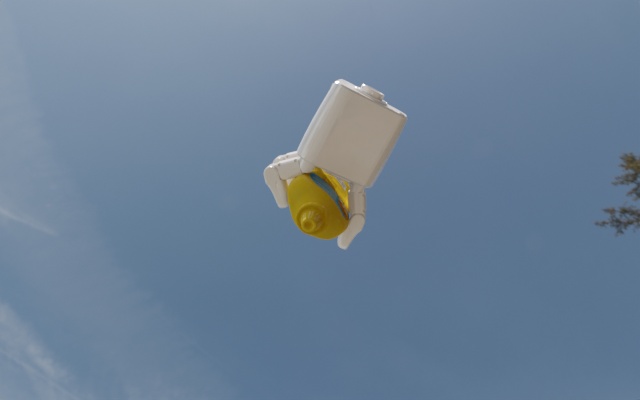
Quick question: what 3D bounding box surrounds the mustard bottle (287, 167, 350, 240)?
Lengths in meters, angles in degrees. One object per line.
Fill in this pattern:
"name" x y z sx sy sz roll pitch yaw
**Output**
"mustard bottle" 0.000 0.002 0.647 0.058 0.096 0.191 -36 9 16
